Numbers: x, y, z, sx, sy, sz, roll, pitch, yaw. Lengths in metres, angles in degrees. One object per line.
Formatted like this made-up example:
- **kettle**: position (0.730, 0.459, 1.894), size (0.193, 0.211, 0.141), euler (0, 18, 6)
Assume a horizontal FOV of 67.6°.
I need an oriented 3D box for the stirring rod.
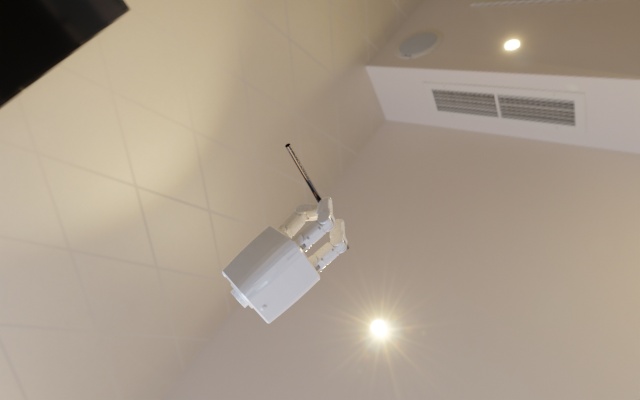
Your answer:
- **stirring rod**: position (0.000, 0.002, 0.743), size (0.011, 0.011, 0.240), euler (0, -41, 30)
